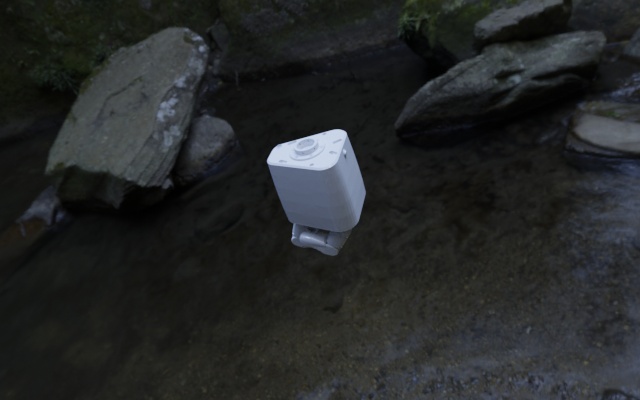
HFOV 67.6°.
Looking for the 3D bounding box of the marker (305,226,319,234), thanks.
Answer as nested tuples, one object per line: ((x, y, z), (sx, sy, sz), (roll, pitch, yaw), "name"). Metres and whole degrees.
((0.000, 0.002, 0.723), (0.020, 0.020, 0.121), (0, 40, 16), "marker")
